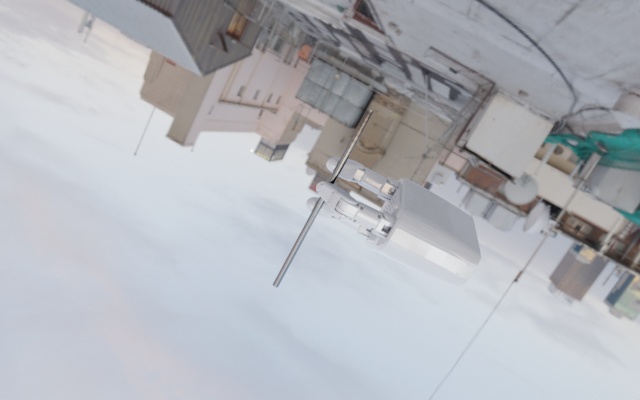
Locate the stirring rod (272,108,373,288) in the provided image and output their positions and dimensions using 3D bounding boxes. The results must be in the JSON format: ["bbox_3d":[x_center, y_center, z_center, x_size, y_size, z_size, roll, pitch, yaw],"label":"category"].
[{"bbox_3d":[0.000,0.002,0.561,0.011,0.239,0.011,27,13,-7],"label":"stirring rod"}]
